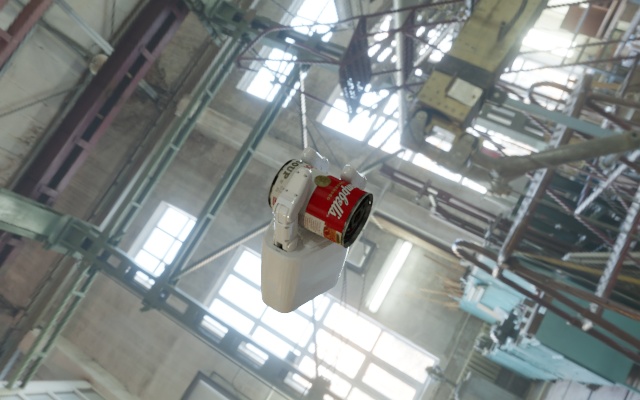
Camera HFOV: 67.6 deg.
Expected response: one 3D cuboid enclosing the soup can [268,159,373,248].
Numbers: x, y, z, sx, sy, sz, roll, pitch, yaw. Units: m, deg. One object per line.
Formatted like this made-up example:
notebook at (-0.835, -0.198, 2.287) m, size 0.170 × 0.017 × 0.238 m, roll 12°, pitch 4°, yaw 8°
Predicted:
soup can at (0.000, 0.001, 0.547) m, size 0.102 × 0.068 × 0.068 m, roll 26°, pitch 9°, yaw 20°
